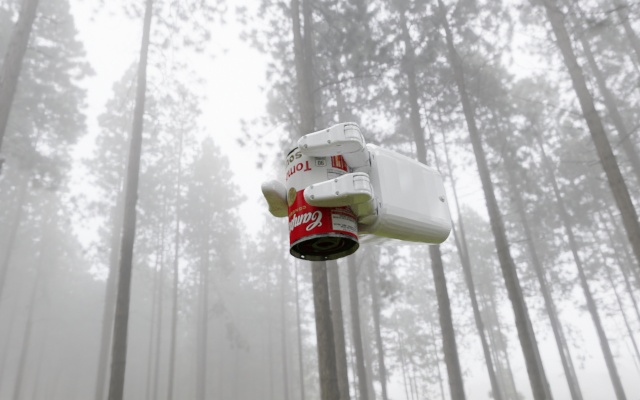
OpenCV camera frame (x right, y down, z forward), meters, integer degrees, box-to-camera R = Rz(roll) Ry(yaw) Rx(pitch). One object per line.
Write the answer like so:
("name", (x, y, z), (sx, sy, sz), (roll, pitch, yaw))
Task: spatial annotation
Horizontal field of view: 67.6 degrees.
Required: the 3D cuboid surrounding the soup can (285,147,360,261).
("soup can", (0.000, 0.001, 0.478), (0.068, 0.102, 0.068), (-4, -25, -2))
